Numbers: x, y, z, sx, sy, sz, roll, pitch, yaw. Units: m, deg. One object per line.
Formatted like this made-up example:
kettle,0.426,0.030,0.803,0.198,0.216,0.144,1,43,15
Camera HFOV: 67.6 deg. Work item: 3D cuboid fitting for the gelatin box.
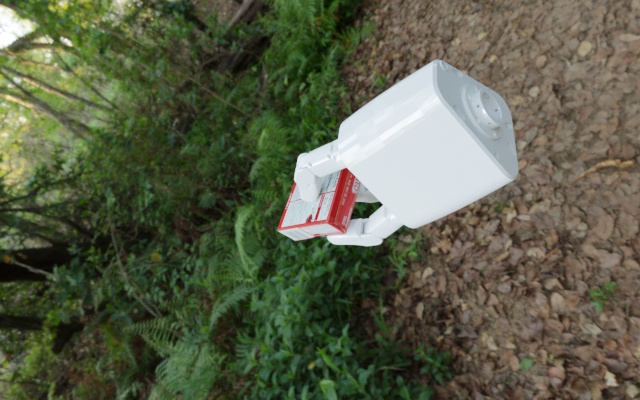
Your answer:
gelatin box,0.000,0.002,0.508,0.030,0.073,0.089,33,-28,-31
